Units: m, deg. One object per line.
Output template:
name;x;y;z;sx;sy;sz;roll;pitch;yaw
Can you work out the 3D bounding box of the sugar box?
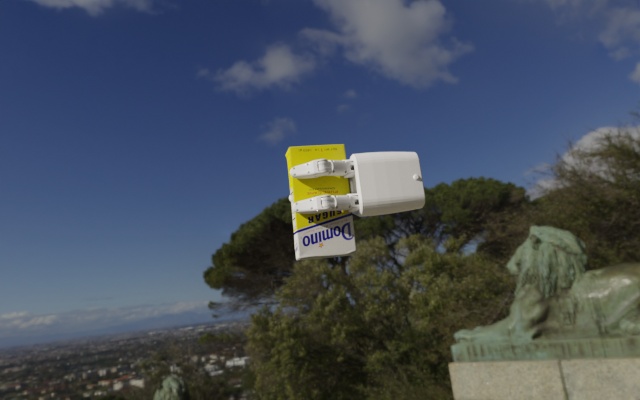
sugar box;0.000;0.002;0.755;0.093;0.176;0.048;-5;-12;-11
